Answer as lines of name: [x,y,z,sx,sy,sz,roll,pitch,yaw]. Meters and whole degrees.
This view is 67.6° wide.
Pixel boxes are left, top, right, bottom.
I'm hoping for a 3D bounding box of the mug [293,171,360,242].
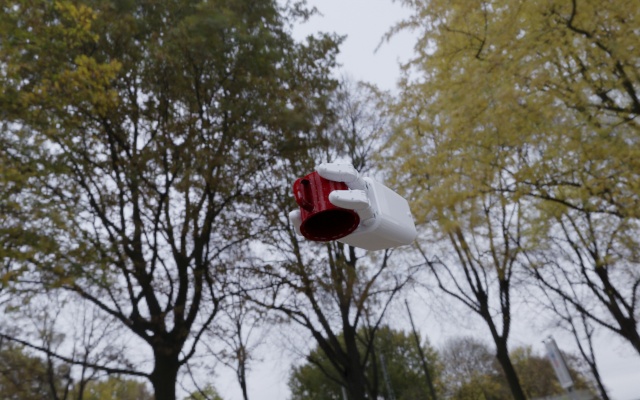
mug: [-0.001,0.002,0.739,0.093,0.081,0.117,-34,-41,30]
